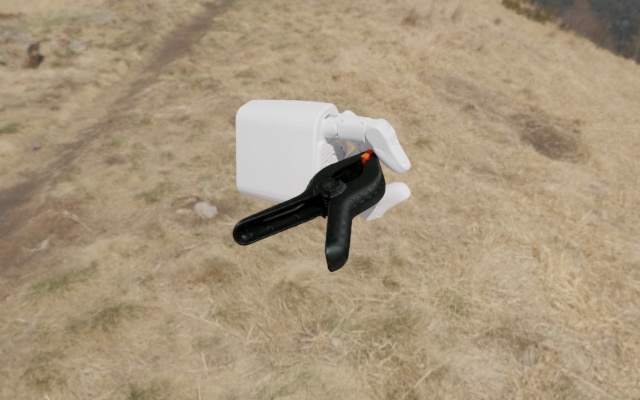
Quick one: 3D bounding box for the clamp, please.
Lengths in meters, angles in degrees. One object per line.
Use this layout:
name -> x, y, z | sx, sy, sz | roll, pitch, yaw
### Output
clamp -> 0.000, 0.001, 0.456 | 0.120, 0.039, 0.171 | 10, 35, 26
